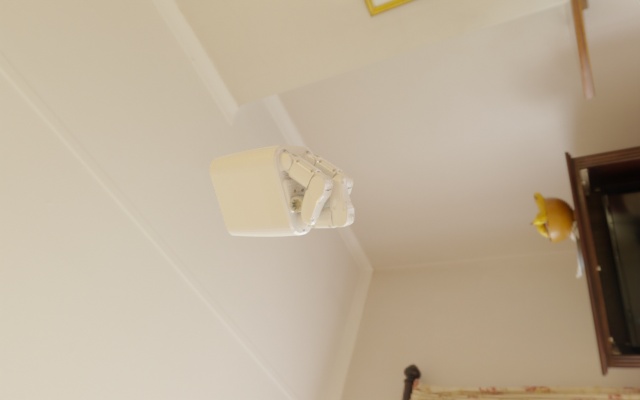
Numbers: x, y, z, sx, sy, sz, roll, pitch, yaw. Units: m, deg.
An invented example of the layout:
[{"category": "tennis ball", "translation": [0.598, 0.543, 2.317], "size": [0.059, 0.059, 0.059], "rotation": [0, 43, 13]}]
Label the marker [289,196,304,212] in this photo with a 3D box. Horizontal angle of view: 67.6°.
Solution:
[{"category": "marker", "translation": [0.000, 0.002, 0.611], "size": [0.020, 0.020, 0.121], "rotation": [0, 3, 29]}]
